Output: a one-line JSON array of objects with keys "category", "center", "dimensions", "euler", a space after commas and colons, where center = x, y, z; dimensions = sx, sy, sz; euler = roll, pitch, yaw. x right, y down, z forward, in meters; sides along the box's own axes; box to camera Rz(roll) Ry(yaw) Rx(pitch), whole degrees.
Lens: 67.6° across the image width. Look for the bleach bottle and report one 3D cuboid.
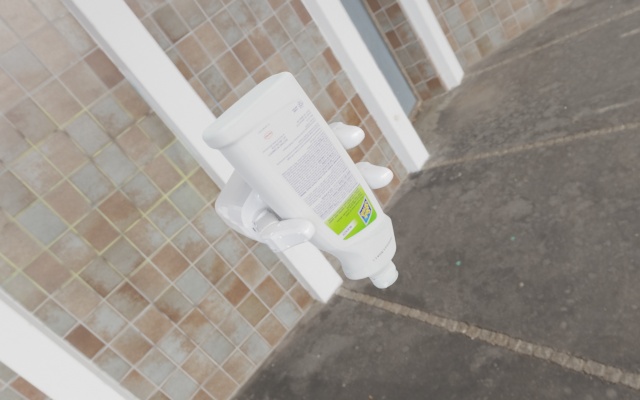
[{"category": "bleach bottle", "center": [0.000, 0.001, 0.485], "dimensions": [0.102, 0.251, 0.068], "euler": [-45, 25, -18]}]
